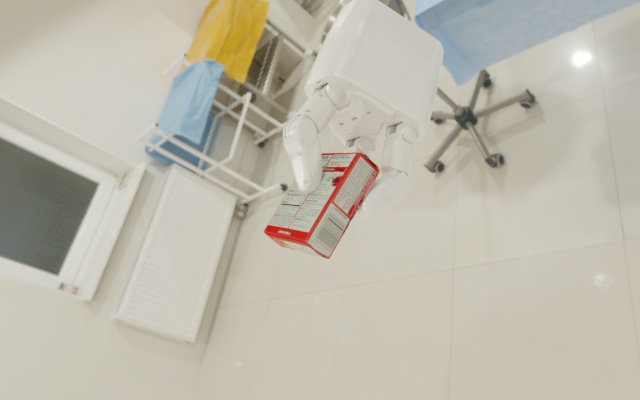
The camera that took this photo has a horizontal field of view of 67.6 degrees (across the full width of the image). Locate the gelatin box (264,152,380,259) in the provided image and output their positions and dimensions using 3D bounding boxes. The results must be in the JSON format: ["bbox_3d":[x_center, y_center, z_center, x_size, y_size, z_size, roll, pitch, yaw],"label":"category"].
[{"bbox_3d":[0.000,0.001,0.404,0.030,0.089,0.073,41,-19,-29],"label":"gelatin box"}]
